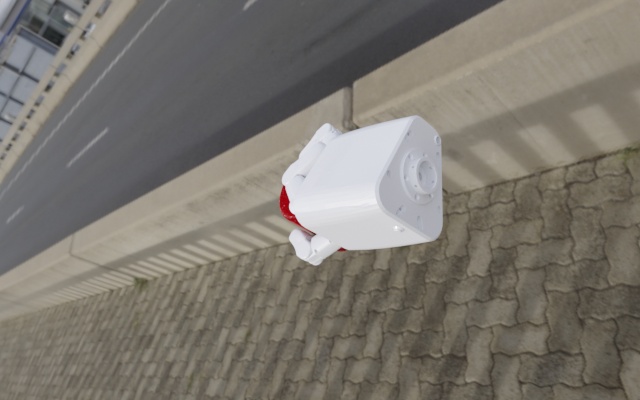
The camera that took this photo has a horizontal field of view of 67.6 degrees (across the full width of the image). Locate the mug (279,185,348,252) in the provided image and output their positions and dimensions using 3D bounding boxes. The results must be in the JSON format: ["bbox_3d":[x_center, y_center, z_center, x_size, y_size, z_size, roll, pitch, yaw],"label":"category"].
[{"bbox_3d":[-0.001,0.002,0.552,0.081,0.093,0.117,31,-27,-34],"label":"mug"}]
